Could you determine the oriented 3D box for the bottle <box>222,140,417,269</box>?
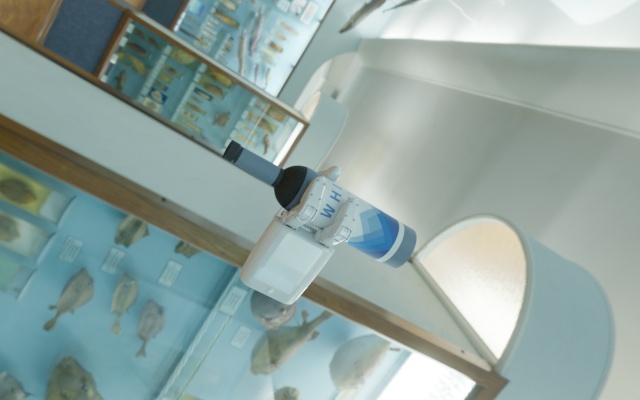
[{"bbox_3d":[0.000,0.002,0.667,0.296,0.069,0.069,30,-10,-18],"label":"bottle"}]
